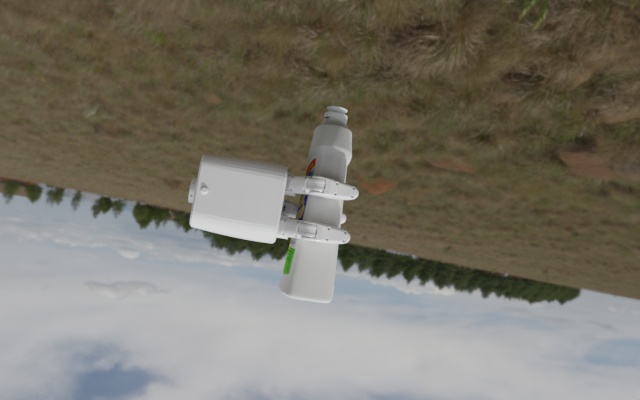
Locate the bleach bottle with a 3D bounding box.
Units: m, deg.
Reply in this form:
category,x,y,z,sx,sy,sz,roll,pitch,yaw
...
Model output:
category,x,y,z,sx,sy,sz,roll,pitch,yaw
bleach bottle,0.000,0.002,0.634,0.068,0.251,0.102,10,-5,-10
